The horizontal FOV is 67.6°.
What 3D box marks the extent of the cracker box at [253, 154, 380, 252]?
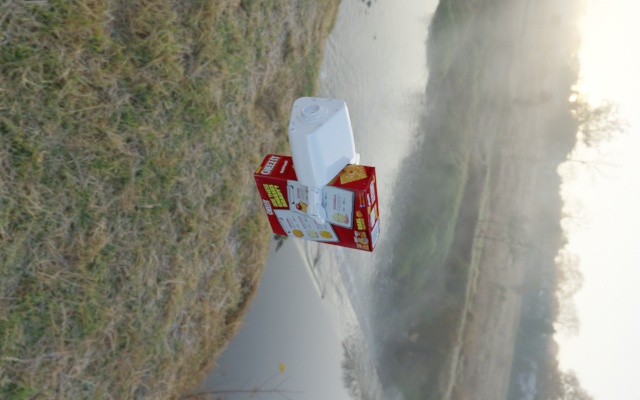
[{"bbox_3d":[0.000,0.003,0.895,0.213,0.164,0.072,9,47,21],"label":"cracker box"}]
